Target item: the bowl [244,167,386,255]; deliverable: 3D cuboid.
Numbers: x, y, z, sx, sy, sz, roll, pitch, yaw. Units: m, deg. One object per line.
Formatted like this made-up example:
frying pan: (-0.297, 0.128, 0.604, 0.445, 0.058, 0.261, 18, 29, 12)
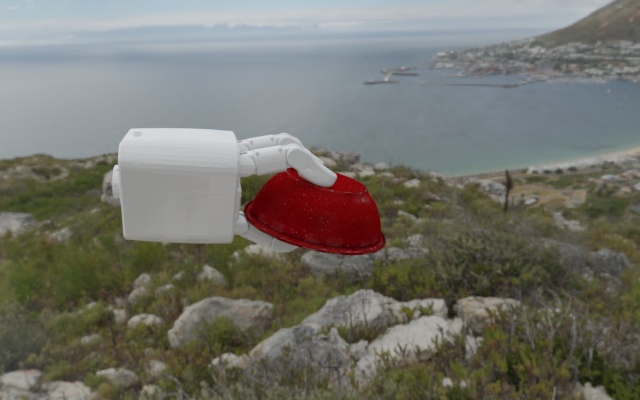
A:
bowl: (0.001, 0.001, 0.525, 0.162, 0.055, 0.162, 13, 15, -4)
